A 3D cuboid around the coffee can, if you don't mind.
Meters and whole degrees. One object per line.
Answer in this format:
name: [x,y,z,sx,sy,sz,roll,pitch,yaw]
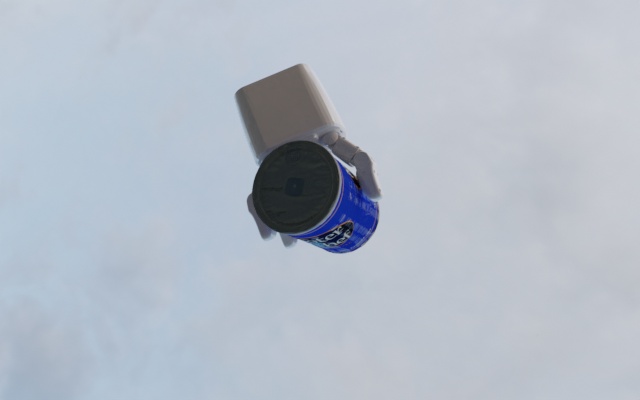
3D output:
coffee can: [0.000,0.002,0.559,0.103,0.102,0.140,0,-14,24]
